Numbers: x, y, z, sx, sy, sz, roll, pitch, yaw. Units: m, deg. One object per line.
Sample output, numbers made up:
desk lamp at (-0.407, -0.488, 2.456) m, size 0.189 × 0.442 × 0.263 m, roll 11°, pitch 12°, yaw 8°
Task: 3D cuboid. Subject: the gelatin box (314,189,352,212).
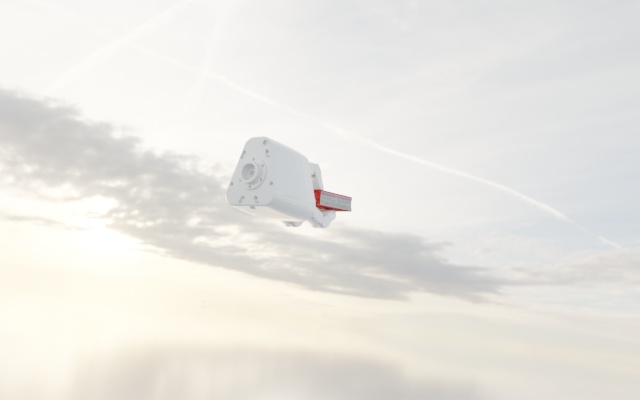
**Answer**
gelatin box at (0.000, 0.002, 0.837) m, size 0.073 × 0.030 × 0.089 m, roll -3°, pitch -9°, yaw 43°
